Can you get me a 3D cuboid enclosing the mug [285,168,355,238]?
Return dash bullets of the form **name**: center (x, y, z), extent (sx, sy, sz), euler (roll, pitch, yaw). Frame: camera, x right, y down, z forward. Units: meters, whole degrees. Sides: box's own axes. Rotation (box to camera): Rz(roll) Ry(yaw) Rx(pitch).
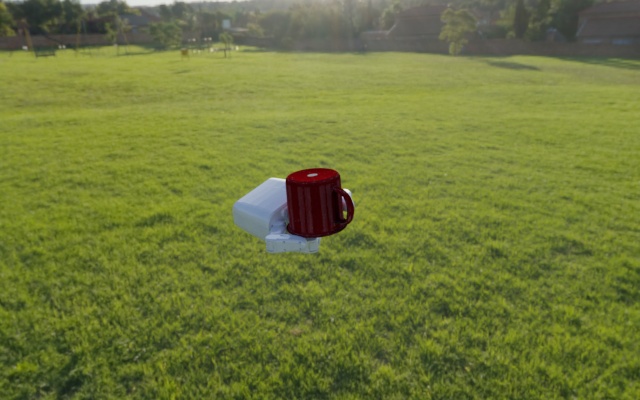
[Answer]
- **mug**: center (0.001, 0.002, 0.700), extent (0.117, 0.081, 0.093), euler (14, 26, 42)
